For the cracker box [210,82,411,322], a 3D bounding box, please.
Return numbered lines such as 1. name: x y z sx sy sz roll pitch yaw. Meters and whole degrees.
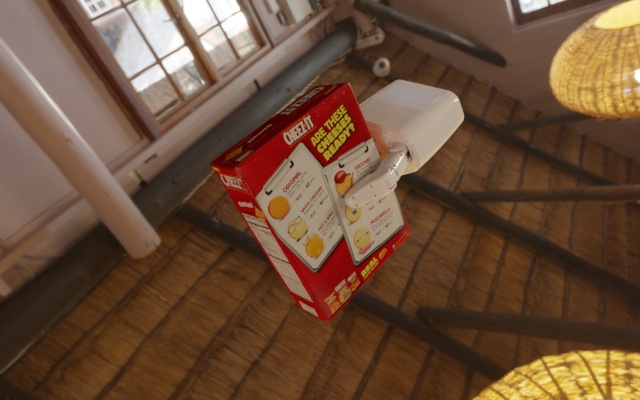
1. cracker box: 0.000 0.002 0.544 0.164 0.214 0.072 -42 30 -26
